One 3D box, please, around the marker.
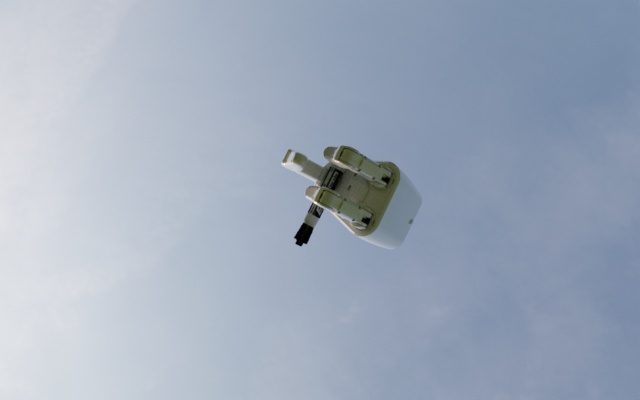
[{"bbox_3d":[0.000,0.002,0.593,0.020,0.121,0.020,27,-1,1],"label":"marker"}]
